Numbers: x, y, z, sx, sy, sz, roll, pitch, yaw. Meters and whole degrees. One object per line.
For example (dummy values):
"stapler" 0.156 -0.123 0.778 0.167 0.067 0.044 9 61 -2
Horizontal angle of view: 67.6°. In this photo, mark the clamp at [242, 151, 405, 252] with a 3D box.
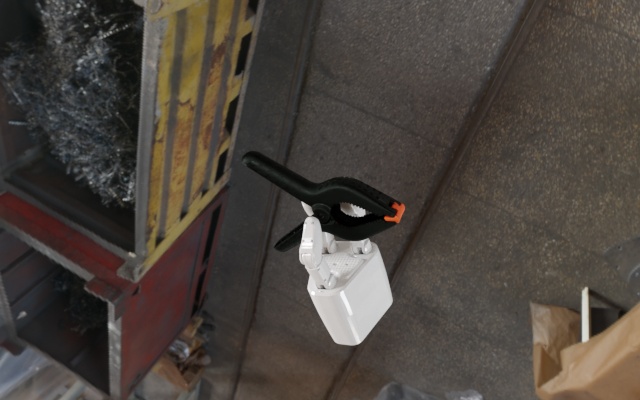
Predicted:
"clamp" 0.000 0.003 0.612 0.210 0.165 0.036 -3 36 30
